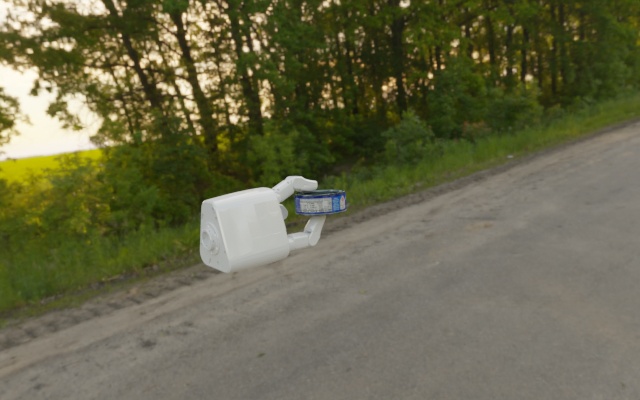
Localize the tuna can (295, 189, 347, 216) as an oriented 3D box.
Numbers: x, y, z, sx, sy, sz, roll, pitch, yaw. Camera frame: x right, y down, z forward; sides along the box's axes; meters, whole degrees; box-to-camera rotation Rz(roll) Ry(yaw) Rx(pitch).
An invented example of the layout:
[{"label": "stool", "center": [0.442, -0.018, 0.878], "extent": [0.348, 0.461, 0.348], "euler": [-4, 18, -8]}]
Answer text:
[{"label": "tuna can", "center": [0.000, 0.002, 0.791], "extent": [0.086, 0.034, 0.086], "euler": [-4, 7, 0]}]
